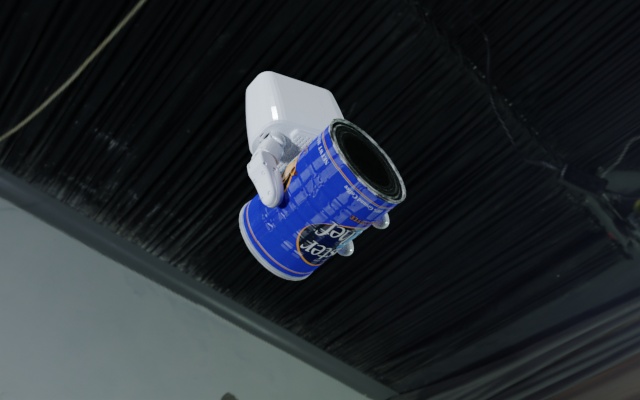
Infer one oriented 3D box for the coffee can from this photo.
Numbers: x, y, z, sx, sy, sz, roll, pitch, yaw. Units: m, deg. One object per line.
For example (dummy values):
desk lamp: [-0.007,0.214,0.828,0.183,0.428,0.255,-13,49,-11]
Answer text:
coffee can: [0.000,0.002,0.485,0.140,0.102,0.103,-41,-21,27]
